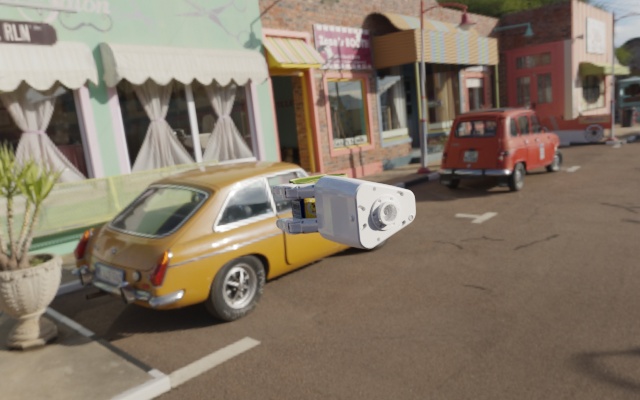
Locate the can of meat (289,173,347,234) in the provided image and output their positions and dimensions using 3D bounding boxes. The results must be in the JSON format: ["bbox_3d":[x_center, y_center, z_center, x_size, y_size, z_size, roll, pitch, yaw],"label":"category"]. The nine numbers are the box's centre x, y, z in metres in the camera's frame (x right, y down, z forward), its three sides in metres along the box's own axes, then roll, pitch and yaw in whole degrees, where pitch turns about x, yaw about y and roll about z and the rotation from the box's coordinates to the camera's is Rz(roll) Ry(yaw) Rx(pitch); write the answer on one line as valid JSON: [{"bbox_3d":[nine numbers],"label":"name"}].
[{"bbox_3d":[0.000,0.002,0.788,0.102,0.084,0.057,-11,11,-26],"label":"can of meat"}]
